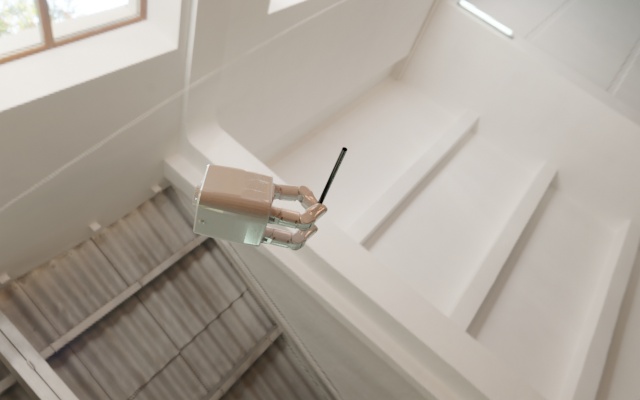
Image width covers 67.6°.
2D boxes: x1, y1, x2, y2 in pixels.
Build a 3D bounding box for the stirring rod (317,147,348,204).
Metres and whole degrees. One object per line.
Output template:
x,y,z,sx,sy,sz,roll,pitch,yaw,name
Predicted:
0.000,0.002,0.751,0.011,0.011,0.240,0,-38,-21,stirring rod
